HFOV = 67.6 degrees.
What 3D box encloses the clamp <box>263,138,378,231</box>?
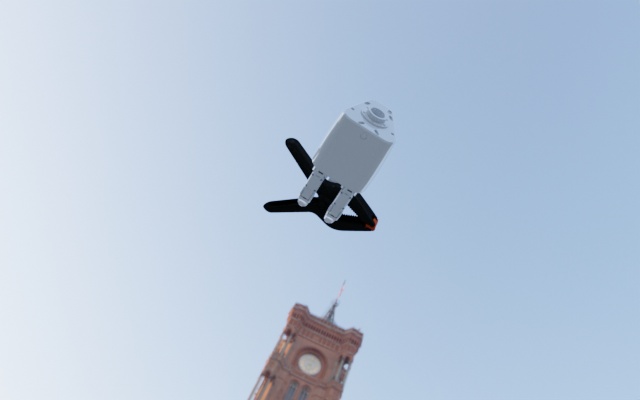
[{"bbox_3d":[0.001,0.002,0.846,0.210,0.165,0.036,32,39,0],"label":"clamp"}]
